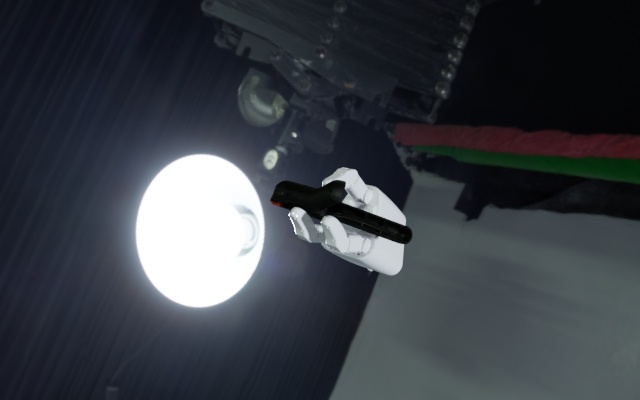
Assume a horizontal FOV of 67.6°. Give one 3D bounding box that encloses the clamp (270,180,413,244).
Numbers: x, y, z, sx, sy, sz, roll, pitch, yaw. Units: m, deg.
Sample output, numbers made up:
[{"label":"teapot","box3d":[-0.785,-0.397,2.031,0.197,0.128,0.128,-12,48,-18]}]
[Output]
[{"label":"clamp","box3d":[0.000,0.001,0.632,0.210,0.036,0.165,13,-15,38]}]
